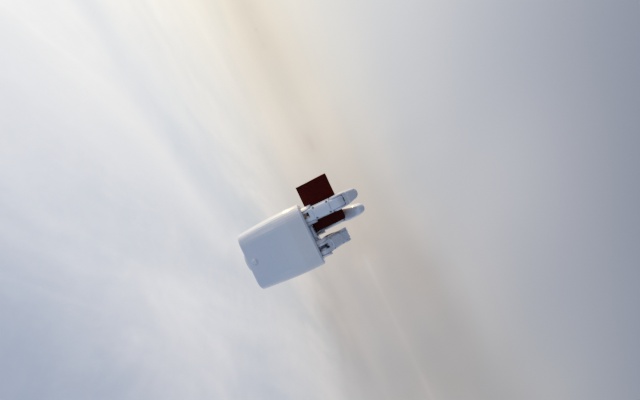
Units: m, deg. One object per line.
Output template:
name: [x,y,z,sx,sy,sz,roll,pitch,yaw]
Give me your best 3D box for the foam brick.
foam brick: [0.000,0.002,0.750,0.051,0.078,0.053,-25,2,3]
